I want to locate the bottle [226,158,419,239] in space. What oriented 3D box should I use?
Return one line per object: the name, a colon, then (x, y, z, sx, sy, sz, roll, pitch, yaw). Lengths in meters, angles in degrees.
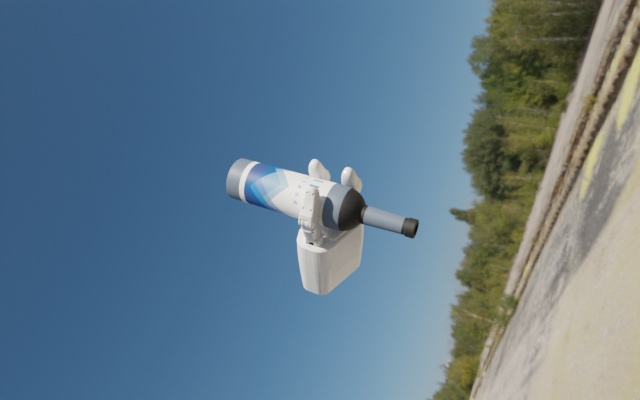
bottle: (0.000, 0.002, 0.711, 0.295, 0.069, 0.069, 16, 6, 21)
